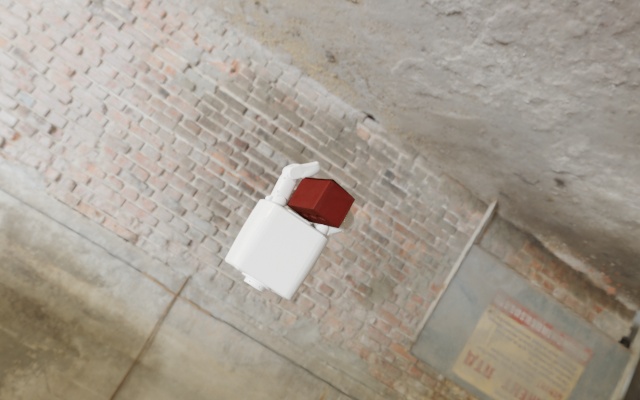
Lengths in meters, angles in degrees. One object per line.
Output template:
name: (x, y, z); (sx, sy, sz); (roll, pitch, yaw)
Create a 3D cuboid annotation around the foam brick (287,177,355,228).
foam brick: (0.000, 0.002, 0.690); (0.053, 0.051, 0.078); (39, -17, -30)
